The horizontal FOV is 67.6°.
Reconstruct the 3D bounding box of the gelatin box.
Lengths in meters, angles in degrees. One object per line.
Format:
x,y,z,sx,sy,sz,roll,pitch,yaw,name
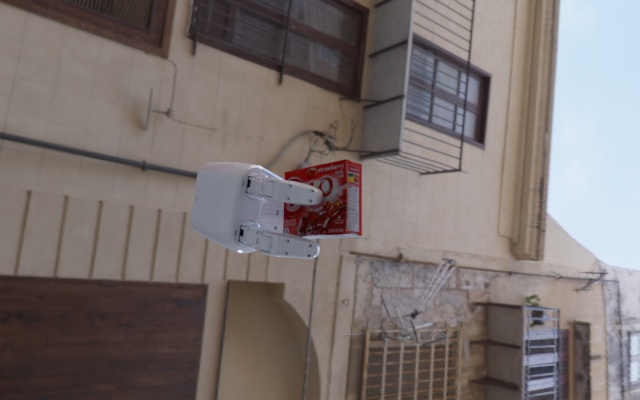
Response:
0.001,0.002,0.489,0.089,0.073,0.030,-7,-12,42,gelatin box
